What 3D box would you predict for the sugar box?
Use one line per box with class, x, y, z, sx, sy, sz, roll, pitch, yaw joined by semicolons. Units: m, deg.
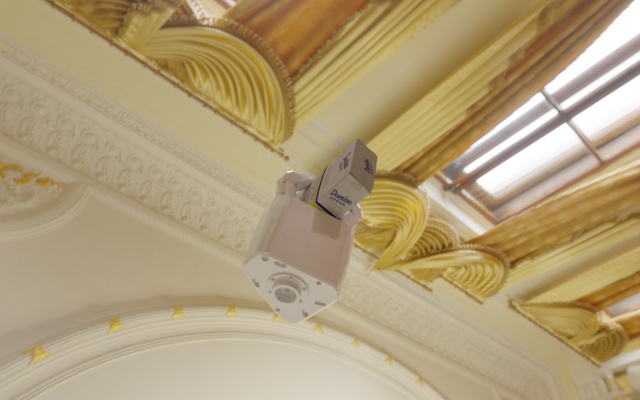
sugar box;0.000;0.003;0.649;0.176;0.048;0.093;-38;20;31
